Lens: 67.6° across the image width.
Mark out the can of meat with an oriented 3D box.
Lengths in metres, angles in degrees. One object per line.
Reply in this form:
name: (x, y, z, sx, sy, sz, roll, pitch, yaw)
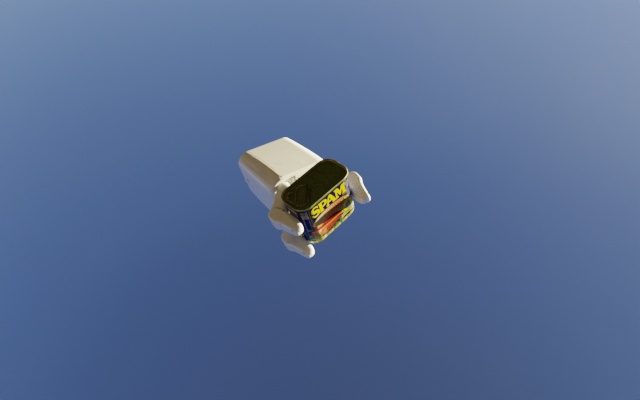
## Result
can of meat: (0.000, 0.003, 0.714, 0.102, 0.084, 0.057, -41, 51, -20)
